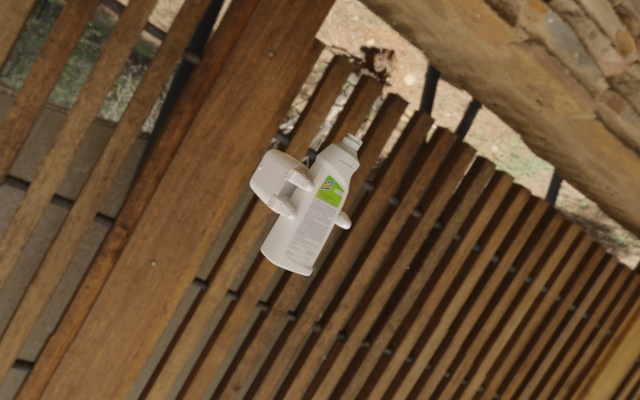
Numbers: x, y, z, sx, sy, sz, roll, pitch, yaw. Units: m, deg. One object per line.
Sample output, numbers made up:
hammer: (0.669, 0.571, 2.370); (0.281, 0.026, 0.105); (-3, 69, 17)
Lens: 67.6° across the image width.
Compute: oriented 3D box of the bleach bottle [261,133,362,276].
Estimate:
bleach bottle: (0.000, 0.003, 0.827); (0.102, 0.251, 0.068); (27, 7, -42)
